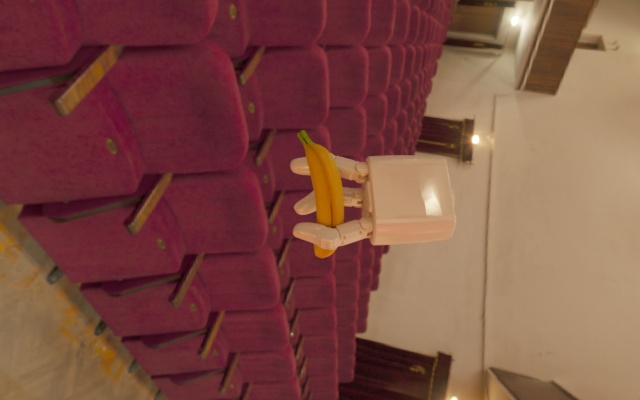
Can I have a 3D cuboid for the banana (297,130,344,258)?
[{"bbox_3d":[0.006,0.007,0.628,0.037,0.198,0.069,-15,31,-15],"label":"banana"}]
